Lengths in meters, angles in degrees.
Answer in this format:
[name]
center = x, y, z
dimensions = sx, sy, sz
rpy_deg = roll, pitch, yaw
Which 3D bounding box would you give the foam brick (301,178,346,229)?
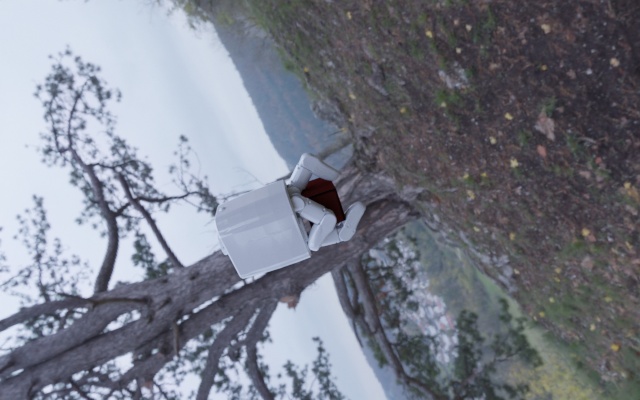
[foam brick]
center = 0.000, 0.002, 0.701
dimensions = 0.051, 0.053, 0.078
rpy_deg = -20, 18, -1
